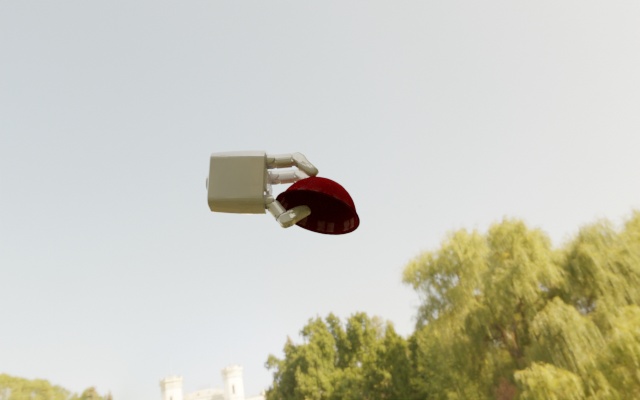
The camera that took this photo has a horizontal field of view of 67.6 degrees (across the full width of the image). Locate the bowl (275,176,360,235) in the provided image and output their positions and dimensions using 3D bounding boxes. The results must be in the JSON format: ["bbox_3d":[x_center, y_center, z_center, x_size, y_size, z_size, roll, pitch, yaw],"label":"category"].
[{"bbox_3d":[0.002,0.003,0.888,0.162,0.055,0.162,13,-29,7],"label":"bowl"}]
